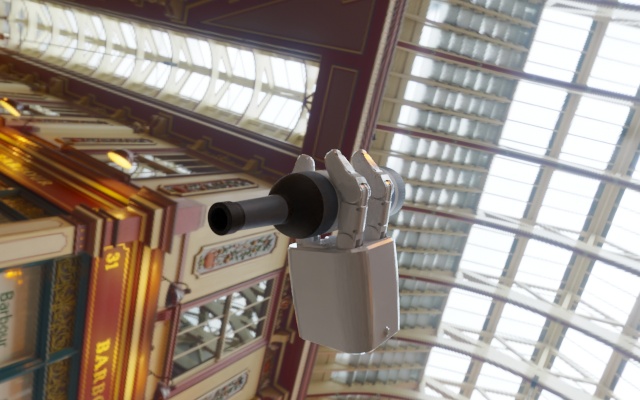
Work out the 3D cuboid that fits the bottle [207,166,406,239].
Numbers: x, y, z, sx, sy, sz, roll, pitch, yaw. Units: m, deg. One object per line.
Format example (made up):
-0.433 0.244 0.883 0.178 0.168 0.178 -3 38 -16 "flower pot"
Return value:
0.000 0.002 0.503 0.069 0.069 0.295 0 5 34 "bottle"
